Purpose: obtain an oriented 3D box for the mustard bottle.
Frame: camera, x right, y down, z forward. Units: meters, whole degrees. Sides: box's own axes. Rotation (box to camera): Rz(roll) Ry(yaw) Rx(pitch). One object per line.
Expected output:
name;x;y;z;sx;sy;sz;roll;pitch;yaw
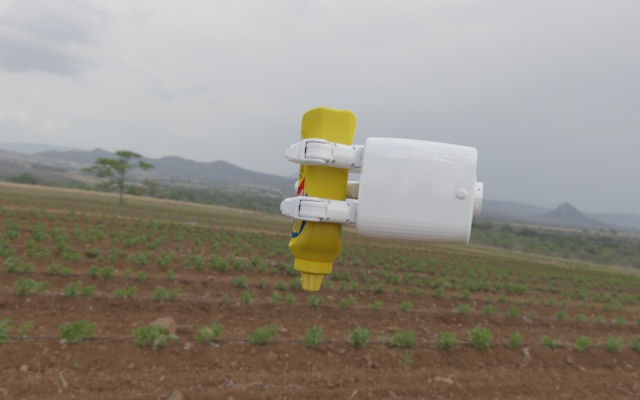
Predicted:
mustard bottle;0.000;0.001;0.519;0.058;0.191;0.096;6;-2;-11
